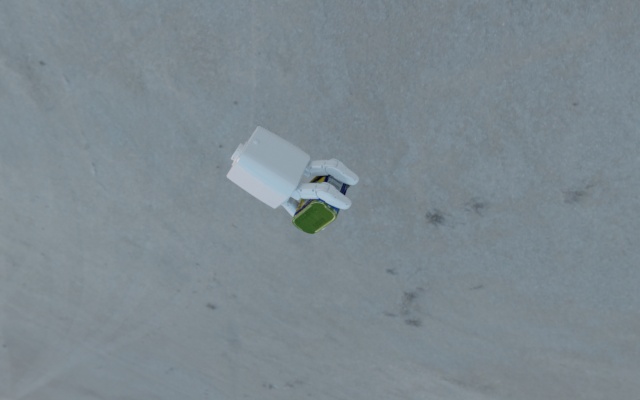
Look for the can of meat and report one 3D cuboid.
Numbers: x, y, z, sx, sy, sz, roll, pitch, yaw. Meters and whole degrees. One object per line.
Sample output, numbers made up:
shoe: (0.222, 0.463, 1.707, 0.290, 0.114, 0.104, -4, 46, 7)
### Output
can of meat: (0.000, 0.003, 0.842, 0.057, 0.084, 0.102, 35, -40, -14)
